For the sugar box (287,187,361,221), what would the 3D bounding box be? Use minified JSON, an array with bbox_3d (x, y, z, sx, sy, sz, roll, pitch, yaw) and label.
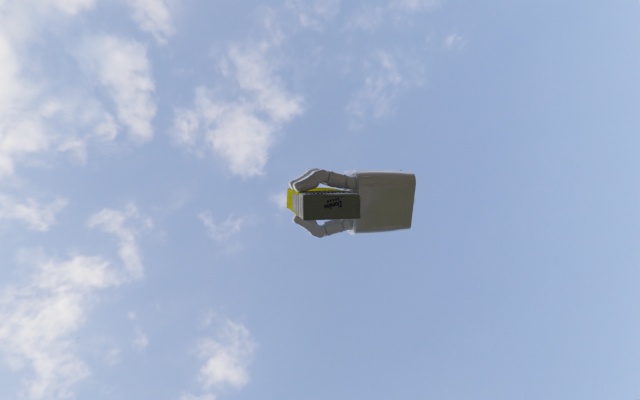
[{"bbox_3d":[0.000,0.002,0.805,0.093,0.048,0.176,-1,3,-12],"label":"sugar box"}]
